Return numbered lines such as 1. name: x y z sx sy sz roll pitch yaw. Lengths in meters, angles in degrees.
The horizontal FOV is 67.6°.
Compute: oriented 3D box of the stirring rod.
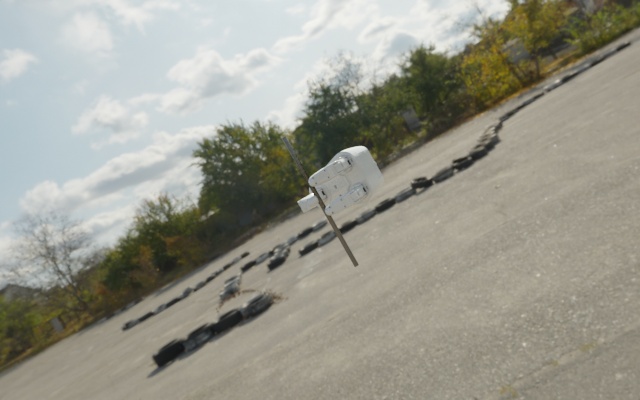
1. stirring rod: 0.000 0.003 0.778 0.011 0.239 0.011 -30 2 1
